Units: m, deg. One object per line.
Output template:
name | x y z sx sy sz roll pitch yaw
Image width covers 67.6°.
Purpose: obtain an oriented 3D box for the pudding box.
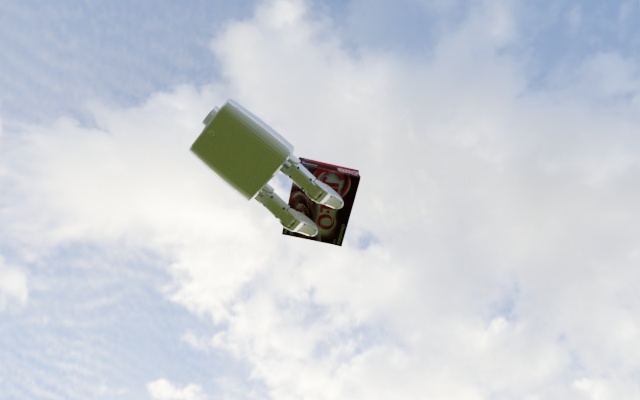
pudding box | 0.000 0.002 0.678 0.090 0.113 0.039 12 24 -3
